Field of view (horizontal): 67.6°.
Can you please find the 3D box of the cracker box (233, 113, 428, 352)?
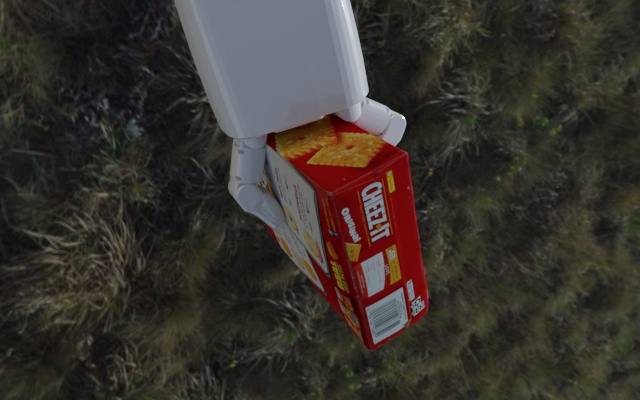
[{"bbox_3d":[0.000,0.002,0.429,0.072,0.164,0.213,-28,36,-16],"label":"cracker box"}]
